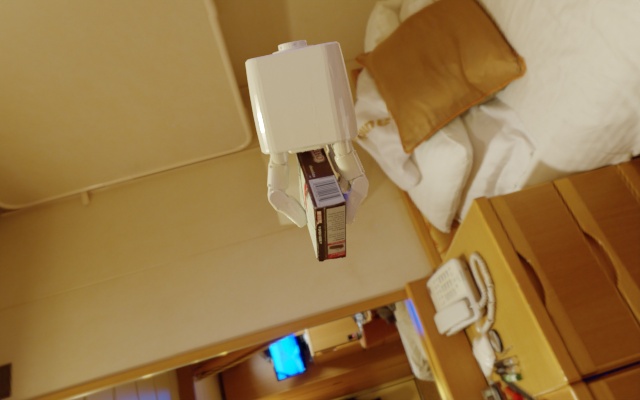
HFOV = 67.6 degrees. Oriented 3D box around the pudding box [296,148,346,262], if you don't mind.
[{"bbox_3d":[0.000,0.002,0.571,0.039,0.090,0.113,-10,42,-6],"label":"pudding box"}]
